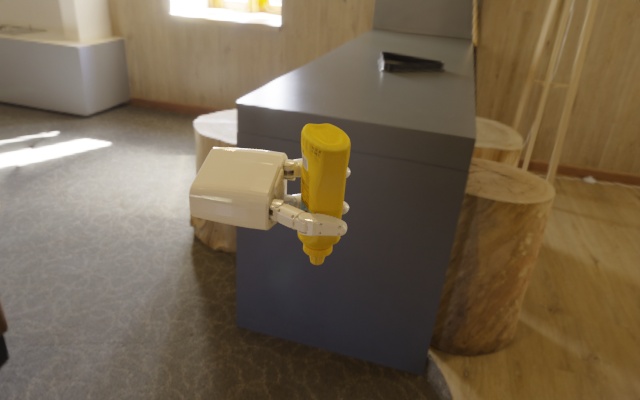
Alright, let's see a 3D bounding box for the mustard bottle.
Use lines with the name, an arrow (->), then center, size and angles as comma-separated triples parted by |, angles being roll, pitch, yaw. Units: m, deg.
mustard bottle -> 0.000, 0.002, 0.632 | 0.058, 0.192, 0.096 | -4, 28, -16
